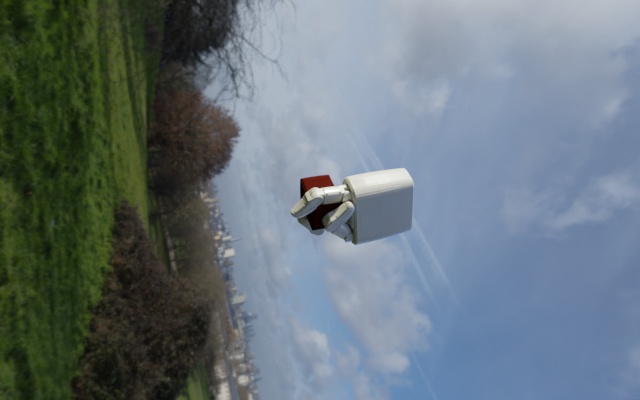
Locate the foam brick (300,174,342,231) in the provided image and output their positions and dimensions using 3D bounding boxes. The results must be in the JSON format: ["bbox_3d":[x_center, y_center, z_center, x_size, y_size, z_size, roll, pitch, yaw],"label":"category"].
[{"bbox_3d":[0.000,0.002,0.804,0.051,0.078,0.053,-12,-41,-13],"label":"foam brick"}]
